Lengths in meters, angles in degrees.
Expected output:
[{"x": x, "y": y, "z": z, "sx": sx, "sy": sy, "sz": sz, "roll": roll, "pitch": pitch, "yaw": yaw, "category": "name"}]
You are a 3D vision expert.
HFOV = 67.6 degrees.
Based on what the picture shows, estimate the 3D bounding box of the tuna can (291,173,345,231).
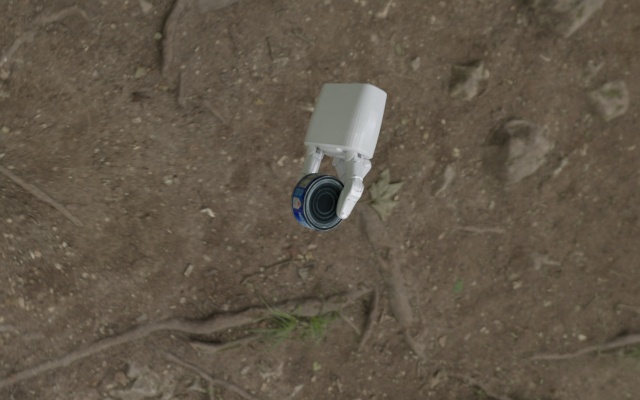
[{"x": 0.000, "y": 0.002, "z": 0.717, "sx": 0.086, "sy": 0.086, "sz": 0.033, "roll": 0, "pitch": 8, "yaw": -35, "category": "tuna can"}]
